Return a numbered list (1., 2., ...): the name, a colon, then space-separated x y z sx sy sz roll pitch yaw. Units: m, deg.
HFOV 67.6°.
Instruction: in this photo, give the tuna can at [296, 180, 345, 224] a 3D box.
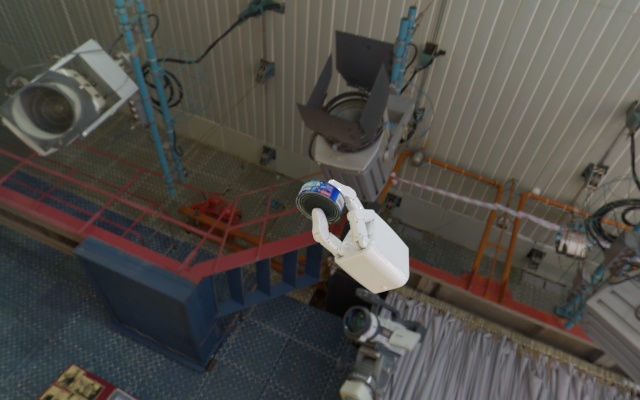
1. tuna can: 0.000 0.002 0.872 0.086 0.033 0.086 16 -37 12
